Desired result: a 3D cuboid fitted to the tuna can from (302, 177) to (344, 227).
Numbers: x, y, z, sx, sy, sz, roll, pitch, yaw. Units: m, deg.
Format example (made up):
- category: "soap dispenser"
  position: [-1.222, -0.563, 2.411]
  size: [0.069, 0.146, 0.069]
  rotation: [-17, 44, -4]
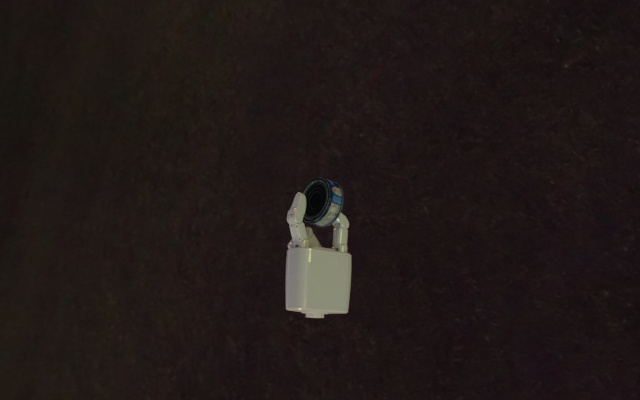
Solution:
- category: "tuna can"
  position: [0.000, 0.003, 0.852]
  size: [0.034, 0.086, 0.086]
  rotation: [20, -13, -39]
